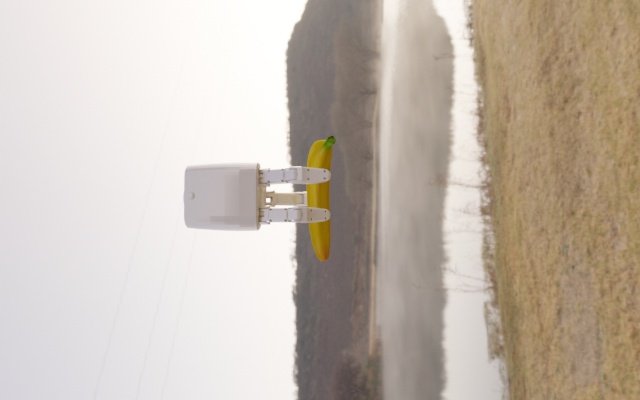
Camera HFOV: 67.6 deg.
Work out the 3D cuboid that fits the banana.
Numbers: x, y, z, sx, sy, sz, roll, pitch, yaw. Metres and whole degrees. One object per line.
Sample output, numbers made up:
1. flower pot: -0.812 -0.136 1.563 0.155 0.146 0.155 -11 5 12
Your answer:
1. banana: -0.002 -0.008 0.722 0.037 0.198 0.069 -1 22 -6
